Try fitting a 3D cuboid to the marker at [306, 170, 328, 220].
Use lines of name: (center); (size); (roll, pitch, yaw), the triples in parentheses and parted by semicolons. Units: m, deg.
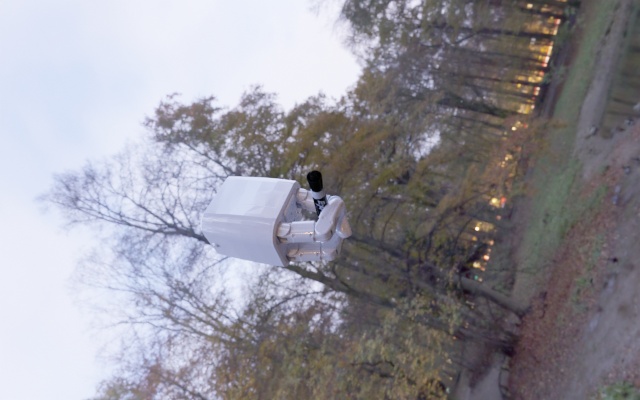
marker: (0.000, 0.002, 0.615); (0.020, 0.020, 0.121); (0, -34, 10)
